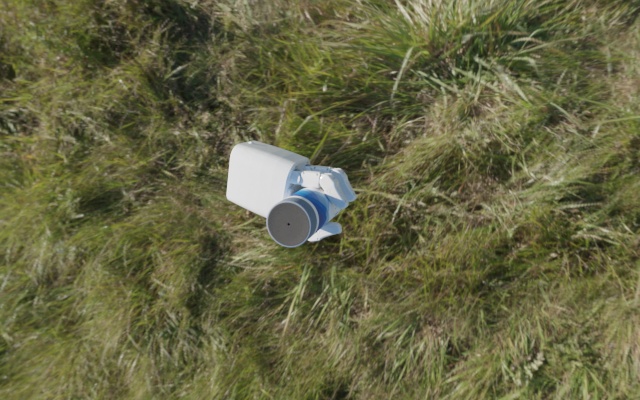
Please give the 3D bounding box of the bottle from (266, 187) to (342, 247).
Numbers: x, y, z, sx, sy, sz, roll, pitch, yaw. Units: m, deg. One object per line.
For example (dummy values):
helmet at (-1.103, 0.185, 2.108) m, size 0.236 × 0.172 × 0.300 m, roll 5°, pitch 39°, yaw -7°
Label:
bottle at (0.000, 0.003, 0.789) m, size 0.069 × 0.069 × 0.295 m, roll 0°, pitch 12°, yaw 18°
